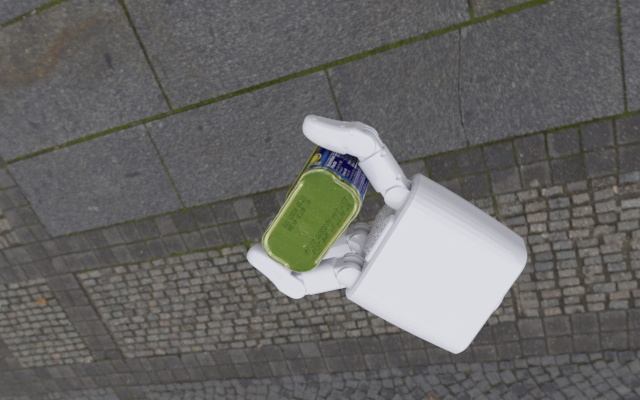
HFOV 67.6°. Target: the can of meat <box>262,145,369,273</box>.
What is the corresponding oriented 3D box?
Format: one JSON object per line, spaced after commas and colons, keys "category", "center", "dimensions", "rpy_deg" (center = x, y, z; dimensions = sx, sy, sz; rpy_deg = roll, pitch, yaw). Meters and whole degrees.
{"category": "can of meat", "center": [0.000, 0.001, 0.405], "dimensions": [0.057, 0.102, 0.084], "rpy_deg": [32, 29, -3]}
